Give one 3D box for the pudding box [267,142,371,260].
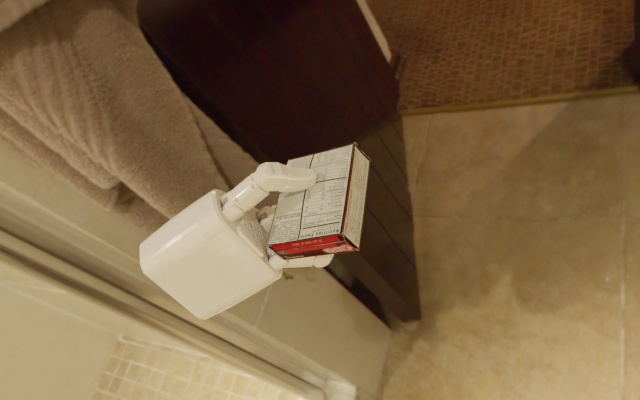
[{"bbox_3d":[0.000,0.002,0.492,0.090,0.113,0.039,-10,-35,31],"label":"pudding box"}]
